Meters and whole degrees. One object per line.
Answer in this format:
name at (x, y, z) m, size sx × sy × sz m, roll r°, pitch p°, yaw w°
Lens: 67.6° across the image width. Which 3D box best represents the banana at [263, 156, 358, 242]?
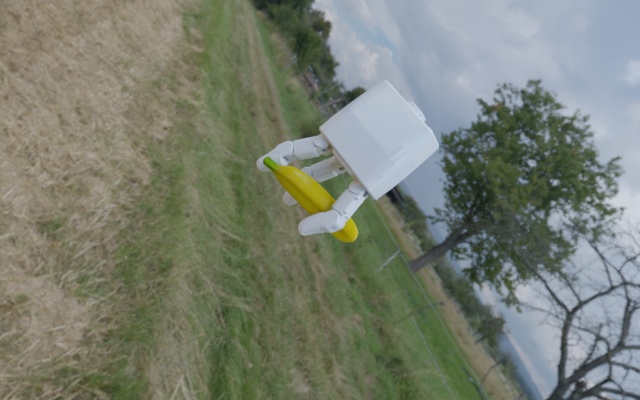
banana at (0.005, 0.009, 0.644) m, size 0.198 × 0.037 × 0.069 m, roll 45°, pitch 5°, yaw -35°
